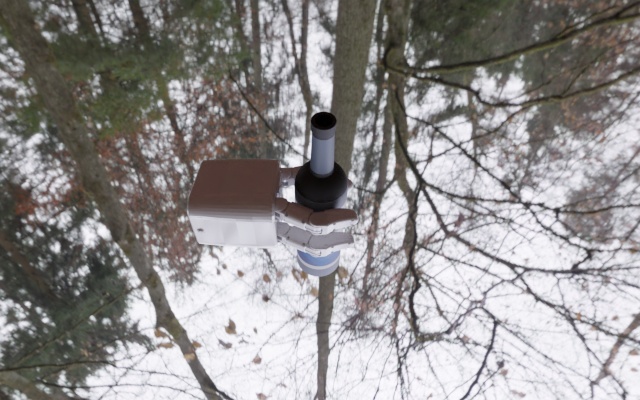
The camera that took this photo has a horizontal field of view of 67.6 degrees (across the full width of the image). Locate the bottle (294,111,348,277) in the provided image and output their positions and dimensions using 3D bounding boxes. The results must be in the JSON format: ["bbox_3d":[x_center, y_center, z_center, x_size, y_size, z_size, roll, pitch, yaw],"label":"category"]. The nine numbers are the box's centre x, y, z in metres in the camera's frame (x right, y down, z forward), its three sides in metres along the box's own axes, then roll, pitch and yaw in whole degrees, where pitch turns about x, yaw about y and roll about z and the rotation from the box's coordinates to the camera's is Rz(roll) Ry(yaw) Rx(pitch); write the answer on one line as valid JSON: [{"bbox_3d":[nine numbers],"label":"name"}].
[{"bbox_3d":[0.000,0.002,0.619,0.069,0.069,0.296,0,-36,-2],"label":"bottle"}]
